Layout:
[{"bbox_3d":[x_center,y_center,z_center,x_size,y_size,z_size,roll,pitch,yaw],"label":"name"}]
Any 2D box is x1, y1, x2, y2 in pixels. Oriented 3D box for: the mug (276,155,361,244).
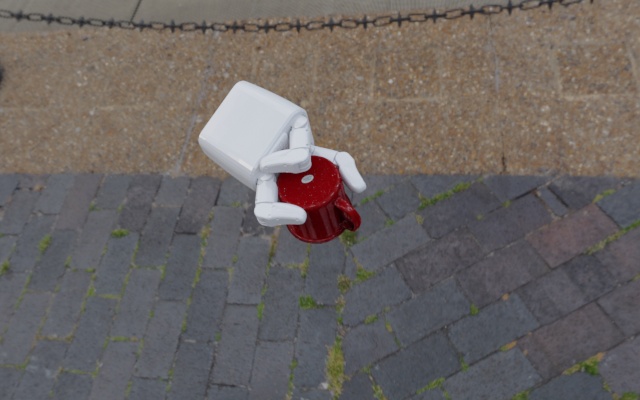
[{"bbox_3d":[0.001,0.003,0.604,0.117,0.093,0.081,31,-21,25],"label":"mug"}]
